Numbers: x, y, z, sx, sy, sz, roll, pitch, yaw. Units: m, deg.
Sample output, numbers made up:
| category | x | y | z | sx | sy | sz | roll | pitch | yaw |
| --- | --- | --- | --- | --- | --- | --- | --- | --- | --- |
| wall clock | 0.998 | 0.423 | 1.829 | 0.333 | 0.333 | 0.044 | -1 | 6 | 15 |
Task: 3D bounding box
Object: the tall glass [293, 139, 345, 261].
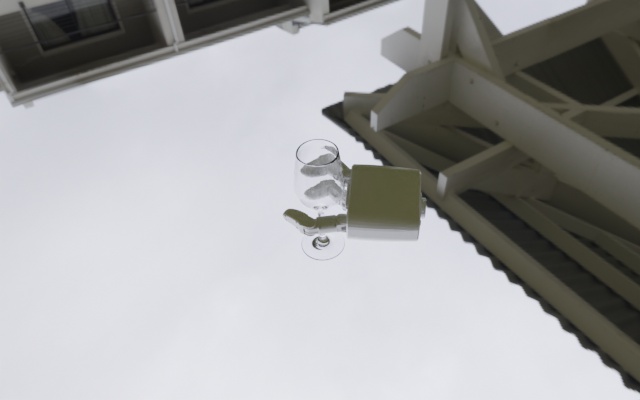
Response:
| category | x | y | z | sx | sy | sz | roll | pitch | yaw |
| --- | --- | --- | --- | --- | --- | --- | --- | --- | --- |
| tall glass | 0.000 | 0.003 | 0.743 | 0.079 | 0.201 | 0.079 | -2 | 45 | 2 |
